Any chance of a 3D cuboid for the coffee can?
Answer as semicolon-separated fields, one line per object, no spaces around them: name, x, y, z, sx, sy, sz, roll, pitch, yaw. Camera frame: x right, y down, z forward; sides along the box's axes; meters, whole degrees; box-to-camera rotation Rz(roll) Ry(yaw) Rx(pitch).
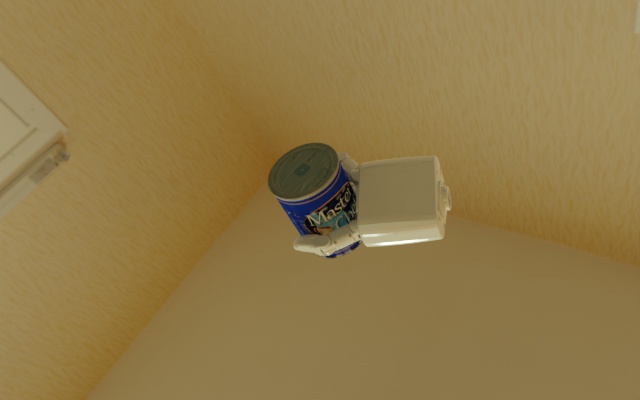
coffee can;0.000;0.002;0.688;0.103;0.102;0.140;0;-39;28
